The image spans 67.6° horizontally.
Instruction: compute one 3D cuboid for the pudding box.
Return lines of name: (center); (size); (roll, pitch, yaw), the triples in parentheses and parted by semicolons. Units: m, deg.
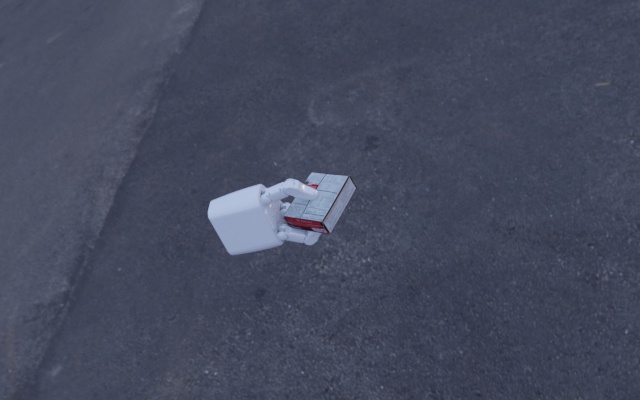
pudding box: (0.000, 0.003, 0.847); (0.090, 0.113, 0.039); (8, -34, 36)
